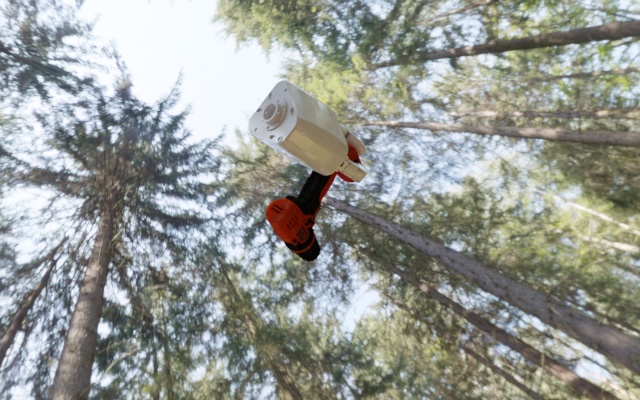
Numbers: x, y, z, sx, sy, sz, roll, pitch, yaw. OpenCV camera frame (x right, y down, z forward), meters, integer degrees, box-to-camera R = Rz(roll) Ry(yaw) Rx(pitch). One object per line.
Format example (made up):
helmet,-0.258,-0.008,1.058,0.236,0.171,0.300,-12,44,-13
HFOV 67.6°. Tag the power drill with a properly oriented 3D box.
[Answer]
power drill,0.000,0.002,0.797,0.057,0.187,0.184,28,-16,26
